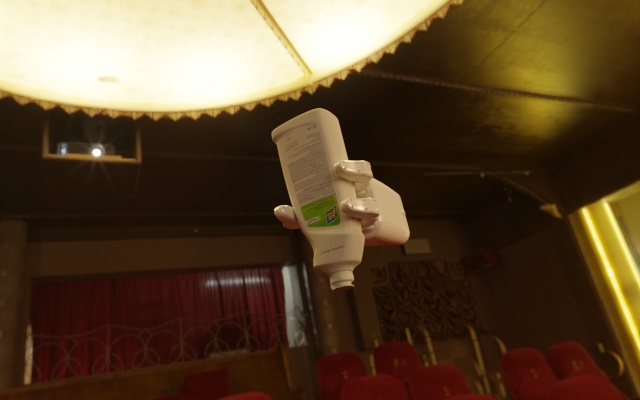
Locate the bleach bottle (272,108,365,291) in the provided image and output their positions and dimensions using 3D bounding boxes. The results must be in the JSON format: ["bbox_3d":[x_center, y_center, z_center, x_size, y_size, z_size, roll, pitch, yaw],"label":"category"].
[{"bbox_3d":[0.000,0.002,0.665,0.102,0.250,0.068,-23,-24,28],"label":"bleach bottle"}]
